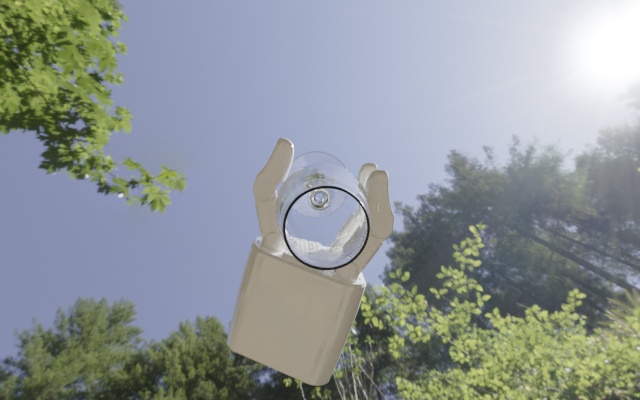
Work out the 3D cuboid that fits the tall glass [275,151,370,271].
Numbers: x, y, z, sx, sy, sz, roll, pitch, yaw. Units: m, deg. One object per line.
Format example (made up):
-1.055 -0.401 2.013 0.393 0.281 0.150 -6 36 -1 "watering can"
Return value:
0.000 0.001 0.432 0.079 0.079 0.201 0 11 -2 "tall glass"
